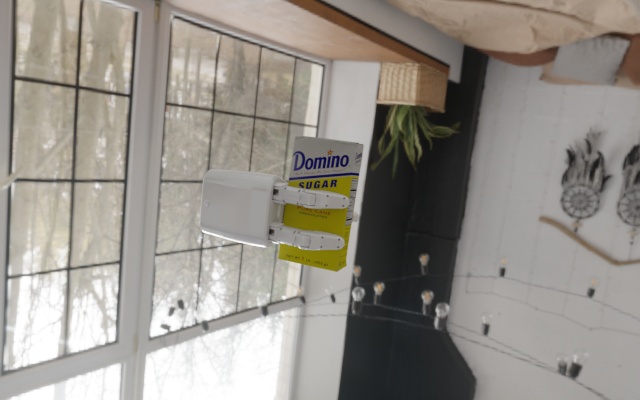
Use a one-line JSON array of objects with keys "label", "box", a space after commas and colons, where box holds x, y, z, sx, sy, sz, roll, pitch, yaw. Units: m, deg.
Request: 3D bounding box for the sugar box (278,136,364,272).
[{"label": "sugar box", "box": [0.000, 0.002, 0.664, 0.093, 0.176, 0.048, 9, 8, 19]}]
